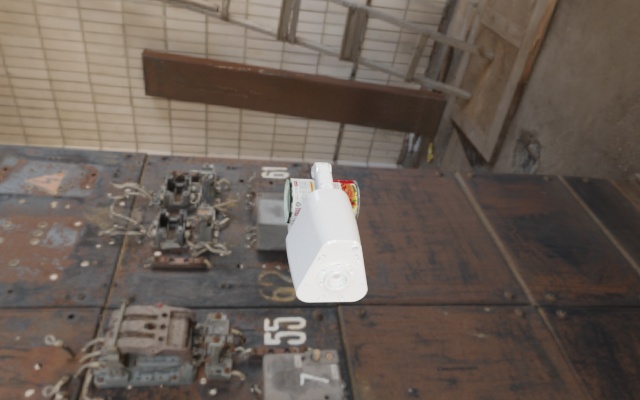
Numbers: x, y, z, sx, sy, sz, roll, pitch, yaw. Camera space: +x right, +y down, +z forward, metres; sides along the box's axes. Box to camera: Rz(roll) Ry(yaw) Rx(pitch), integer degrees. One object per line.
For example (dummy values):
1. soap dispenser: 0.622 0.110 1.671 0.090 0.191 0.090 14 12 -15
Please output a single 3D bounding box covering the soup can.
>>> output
1. soup can: 0.000 0.002 0.709 0.102 0.068 0.068 2 0 -11
